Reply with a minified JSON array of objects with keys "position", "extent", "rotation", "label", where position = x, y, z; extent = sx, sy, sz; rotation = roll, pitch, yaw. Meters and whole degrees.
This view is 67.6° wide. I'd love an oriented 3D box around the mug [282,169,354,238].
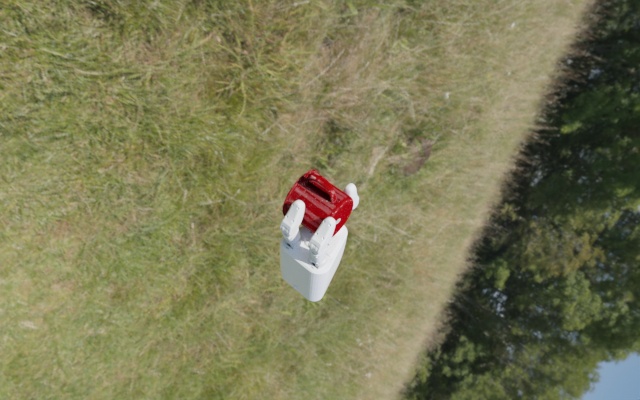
[{"position":[0.000,0.002,0.760],"extent":[0.081,0.117,0.093],"rotation":[35,57,20],"label":"mug"}]
